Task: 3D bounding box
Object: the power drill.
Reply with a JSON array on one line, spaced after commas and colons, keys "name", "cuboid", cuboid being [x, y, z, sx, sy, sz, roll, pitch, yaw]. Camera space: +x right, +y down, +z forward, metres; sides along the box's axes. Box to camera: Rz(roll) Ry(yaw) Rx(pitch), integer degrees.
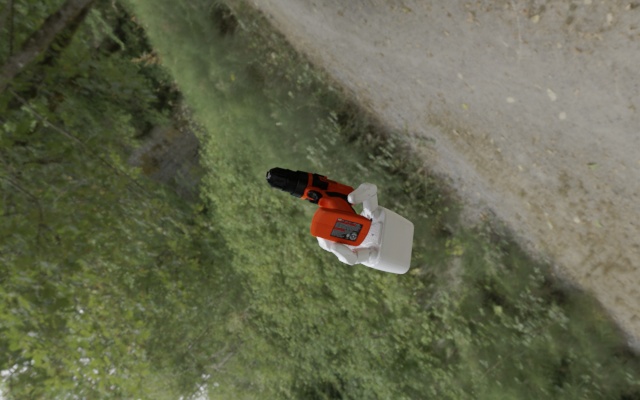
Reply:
[{"name": "power drill", "cuboid": [0.000, 0.003, 0.859, 0.184, 0.057, 0.187, 13, 23, -21]}]
